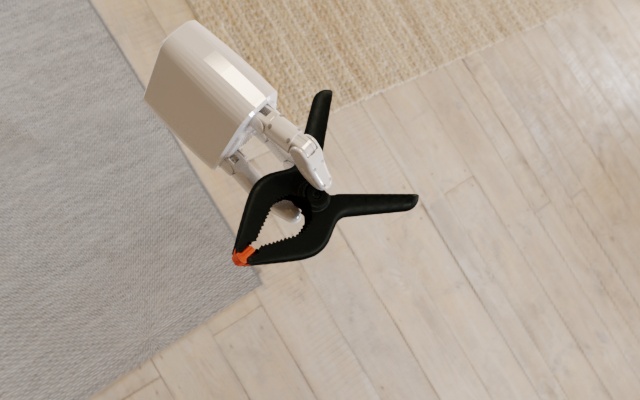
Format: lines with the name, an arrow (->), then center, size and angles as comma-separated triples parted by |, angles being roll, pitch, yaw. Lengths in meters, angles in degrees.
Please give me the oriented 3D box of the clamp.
clamp -> 0.000, 0.002, 0.493 | 0.164, 0.210, 0.036 | 43, -24, -4
